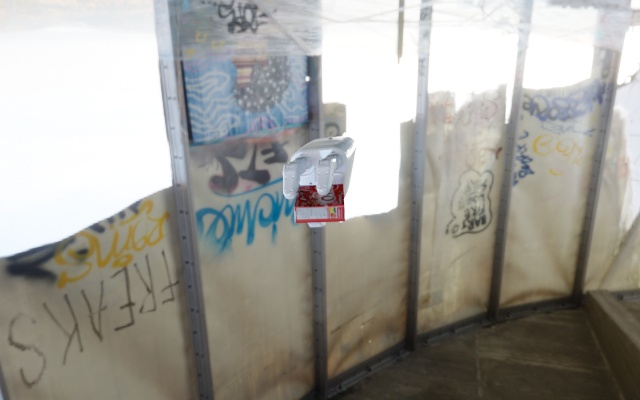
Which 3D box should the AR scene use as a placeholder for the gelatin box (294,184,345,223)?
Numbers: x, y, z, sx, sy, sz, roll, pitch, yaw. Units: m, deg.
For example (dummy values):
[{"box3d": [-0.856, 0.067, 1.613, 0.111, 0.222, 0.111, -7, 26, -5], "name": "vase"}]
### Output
[{"box3d": [0.000, 0.003, 0.718, 0.073, 0.030, 0.089, -2, 23, 3], "name": "gelatin box"}]
